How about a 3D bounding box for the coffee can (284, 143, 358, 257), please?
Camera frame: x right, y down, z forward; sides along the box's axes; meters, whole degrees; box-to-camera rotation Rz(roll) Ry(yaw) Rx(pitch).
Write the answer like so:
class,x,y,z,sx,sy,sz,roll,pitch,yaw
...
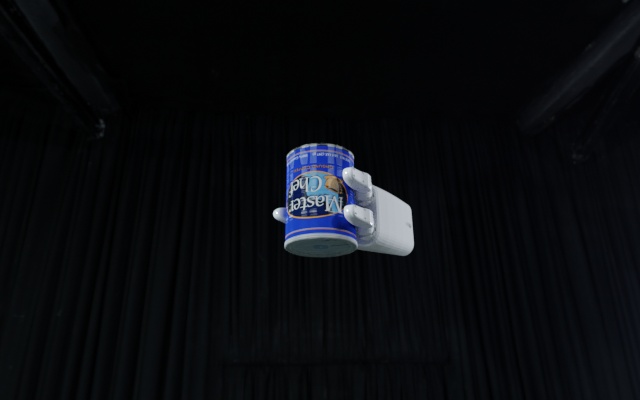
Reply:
class,x,y,z,sx,sy,sz,roll,pitch,yaw
coffee can,0.000,0.002,0.695,0.103,0.140,0.103,0,-21,0
